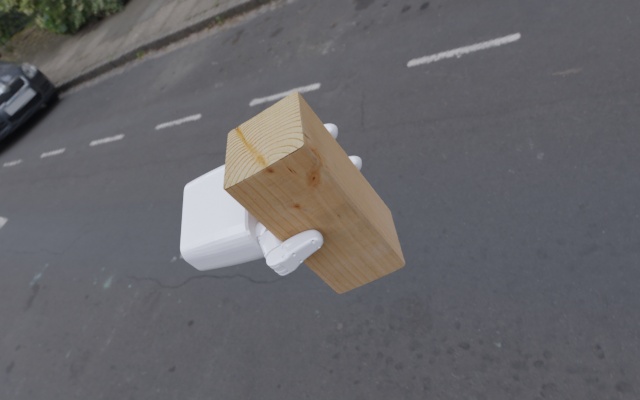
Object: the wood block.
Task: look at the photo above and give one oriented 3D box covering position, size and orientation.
[{"bbox_3d":[0.000,0.002,0.508,0.090,0.090,0.206,-27,-49,19],"label":"wood block"}]
